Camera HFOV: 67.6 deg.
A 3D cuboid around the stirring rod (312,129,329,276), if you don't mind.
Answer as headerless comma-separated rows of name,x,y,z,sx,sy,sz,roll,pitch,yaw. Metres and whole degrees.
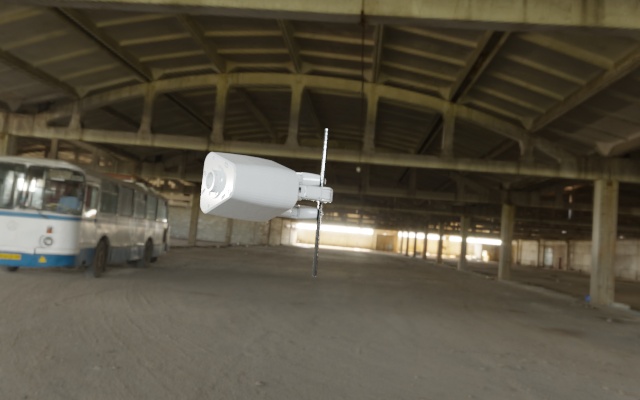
stirring rod,0.000,0.003,0.778,0.011,0.239,0.011,5,-4,0
